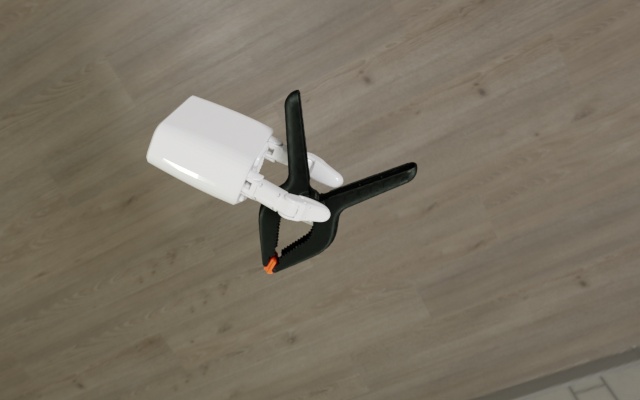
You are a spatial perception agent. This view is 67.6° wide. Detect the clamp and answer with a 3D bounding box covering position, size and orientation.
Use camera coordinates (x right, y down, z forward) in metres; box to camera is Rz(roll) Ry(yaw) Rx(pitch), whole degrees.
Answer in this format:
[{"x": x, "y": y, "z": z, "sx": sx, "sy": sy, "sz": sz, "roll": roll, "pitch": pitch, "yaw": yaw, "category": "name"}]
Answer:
[{"x": 0.000, "y": 0.002, "z": 0.549, "sx": 0.164, "sy": 0.210, "sz": 0.036, "roll": 24, "pitch": 19, "yaw": -4, "category": "clamp"}]
